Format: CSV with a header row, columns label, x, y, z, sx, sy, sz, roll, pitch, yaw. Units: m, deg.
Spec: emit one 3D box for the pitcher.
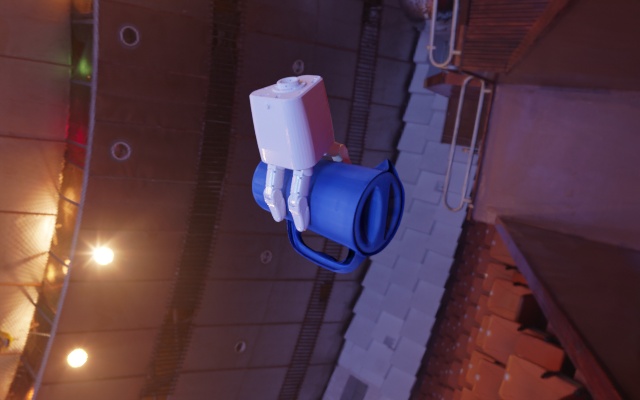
label,x,y,z,sx,sy,sz,roll,pitch,yaw
pitcher,0.000,0.002,0.779,0.243,0.145,0.149,18,41,39
